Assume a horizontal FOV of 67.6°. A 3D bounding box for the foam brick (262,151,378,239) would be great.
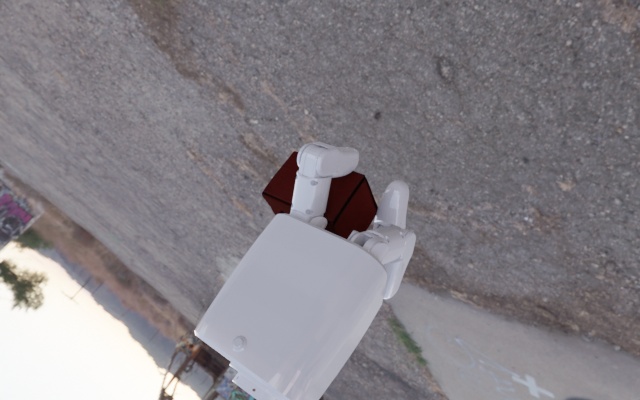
[{"bbox_3d":[0.000,0.001,0.405,0.078,0.051,0.053,22,-24,33],"label":"foam brick"}]
